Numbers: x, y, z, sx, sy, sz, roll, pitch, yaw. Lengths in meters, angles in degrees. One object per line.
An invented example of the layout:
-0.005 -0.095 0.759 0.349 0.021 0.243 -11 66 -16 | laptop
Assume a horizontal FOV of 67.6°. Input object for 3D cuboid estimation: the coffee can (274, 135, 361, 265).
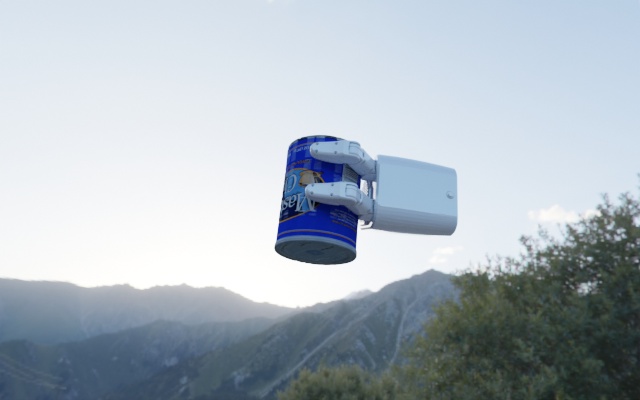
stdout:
0.000 0.002 0.613 0.103 0.140 0.103 5 -22 2 | coffee can
